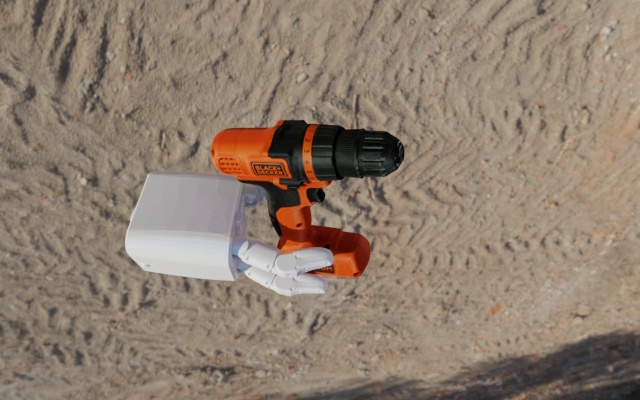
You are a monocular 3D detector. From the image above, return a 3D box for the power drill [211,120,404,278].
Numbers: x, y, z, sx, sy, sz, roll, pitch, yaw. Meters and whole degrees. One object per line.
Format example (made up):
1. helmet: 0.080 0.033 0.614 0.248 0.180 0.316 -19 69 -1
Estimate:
1. power drill: 0.000 0.002 0.485 0.184 0.057 0.188 5 -43 22
